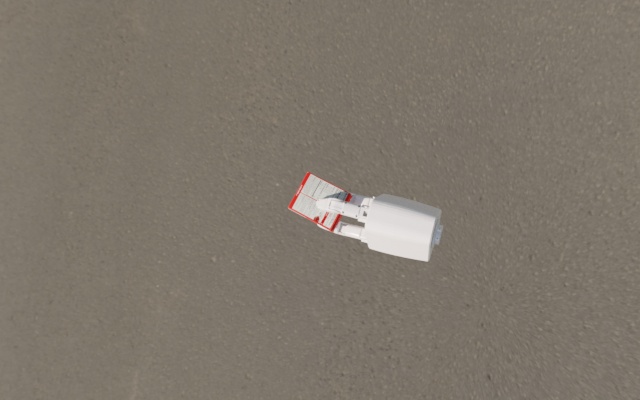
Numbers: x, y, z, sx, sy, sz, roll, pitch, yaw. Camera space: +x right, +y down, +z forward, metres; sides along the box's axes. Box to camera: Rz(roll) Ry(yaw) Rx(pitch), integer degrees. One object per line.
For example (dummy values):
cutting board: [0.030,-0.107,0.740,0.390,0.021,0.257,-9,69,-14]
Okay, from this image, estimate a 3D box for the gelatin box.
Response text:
gelatin box: [0.000,0.002,0.829,0.089,0.073,0.030,28,-3,14]
